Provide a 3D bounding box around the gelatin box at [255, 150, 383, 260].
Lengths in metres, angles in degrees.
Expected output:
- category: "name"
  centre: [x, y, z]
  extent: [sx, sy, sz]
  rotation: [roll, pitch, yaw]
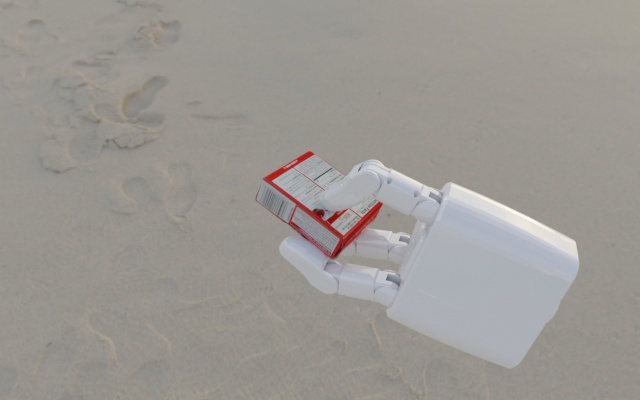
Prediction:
- category: "gelatin box"
  centre: [0.000, 0.001, 0.420]
  extent: [0.089, 0.030, 0.073]
  rotation: [37, 40, 13]
